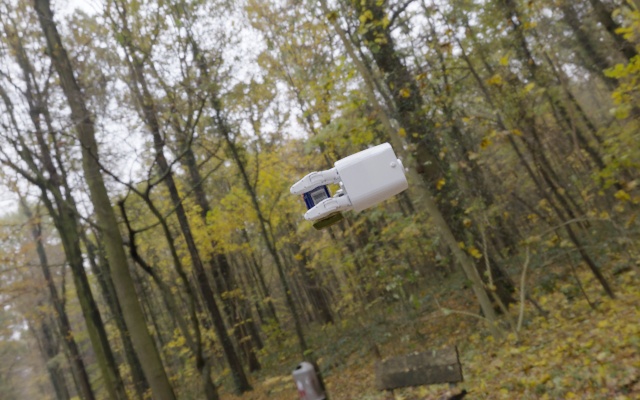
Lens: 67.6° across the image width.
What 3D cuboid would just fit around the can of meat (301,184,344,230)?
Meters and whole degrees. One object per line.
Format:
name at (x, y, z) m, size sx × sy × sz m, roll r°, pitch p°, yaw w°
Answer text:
can of meat at (0.000, 0.003, 0.896) m, size 0.057 × 0.084 × 0.102 m, roll -23°, pitch -12°, yaw 3°
